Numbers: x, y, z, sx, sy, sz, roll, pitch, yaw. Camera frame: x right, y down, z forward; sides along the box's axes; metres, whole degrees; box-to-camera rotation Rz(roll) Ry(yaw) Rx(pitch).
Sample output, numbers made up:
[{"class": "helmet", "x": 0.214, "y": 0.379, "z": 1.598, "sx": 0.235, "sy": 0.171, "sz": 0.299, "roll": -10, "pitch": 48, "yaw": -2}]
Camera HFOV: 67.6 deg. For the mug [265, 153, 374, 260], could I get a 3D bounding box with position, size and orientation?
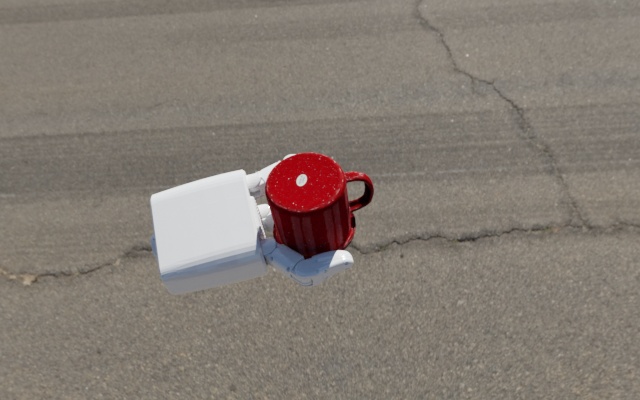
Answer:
[{"class": "mug", "x": 0.001, "y": 0.001, "z": 0.501, "sx": 0.117, "sy": 0.093, "sz": 0.082, "roll": -15, "pitch": -38, "yaw": -4}]
